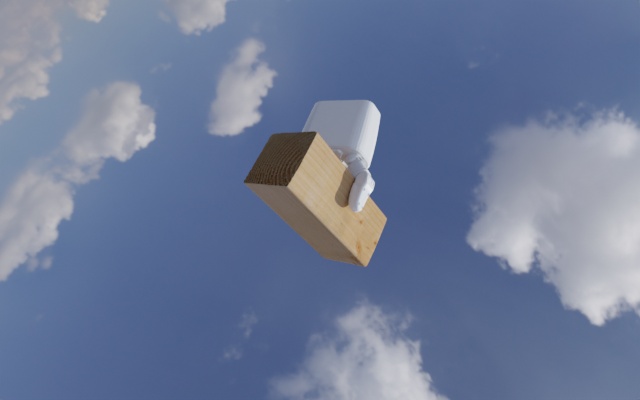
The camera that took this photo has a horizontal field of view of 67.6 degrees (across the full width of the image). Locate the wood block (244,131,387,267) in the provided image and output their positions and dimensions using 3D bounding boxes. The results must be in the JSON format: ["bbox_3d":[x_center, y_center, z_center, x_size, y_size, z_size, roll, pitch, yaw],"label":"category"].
[{"bbox_3d":[0.001,0.002,0.691,0.091,0.090,0.206,5,-31,43],"label":"wood block"}]
